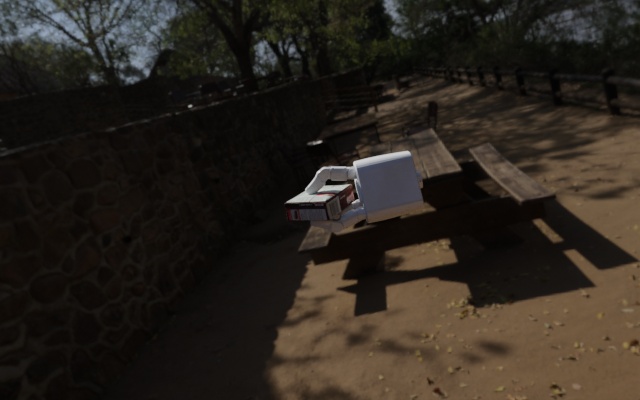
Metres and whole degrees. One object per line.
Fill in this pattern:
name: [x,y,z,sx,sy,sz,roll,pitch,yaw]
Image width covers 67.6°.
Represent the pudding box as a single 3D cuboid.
pudding box: [0.000,0.003,0.888,0.090,0.039,0.113,-3,15,29]
